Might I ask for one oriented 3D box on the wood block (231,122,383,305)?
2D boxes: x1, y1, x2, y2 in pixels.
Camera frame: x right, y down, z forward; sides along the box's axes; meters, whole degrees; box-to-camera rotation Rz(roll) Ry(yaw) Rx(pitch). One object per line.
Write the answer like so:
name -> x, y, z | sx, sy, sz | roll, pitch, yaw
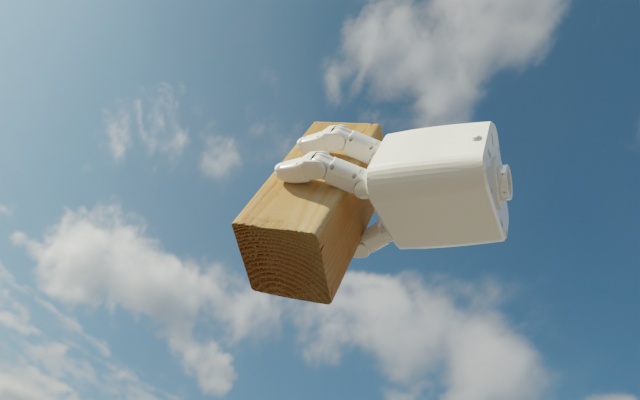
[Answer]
wood block -> 0.001, 0.002, 0.521 | 0.090, 0.091, 0.206 | 6, 37, 22
